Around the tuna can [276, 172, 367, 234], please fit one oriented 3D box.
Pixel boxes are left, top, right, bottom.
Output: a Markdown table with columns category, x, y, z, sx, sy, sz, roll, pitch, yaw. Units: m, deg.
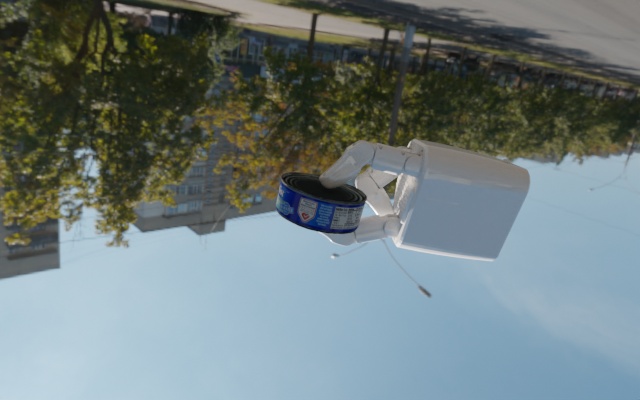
| category | x | y | z | sx | sy | sz | roll | pitch | yaw |
| --- | --- | --- | --- | --- | --- | --- | --- | --- | --- |
| tuna can | 0.000 | 0.002 | 0.468 | 0.086 | 0.034 | 0.086 | 13 | 16 | -4 |
